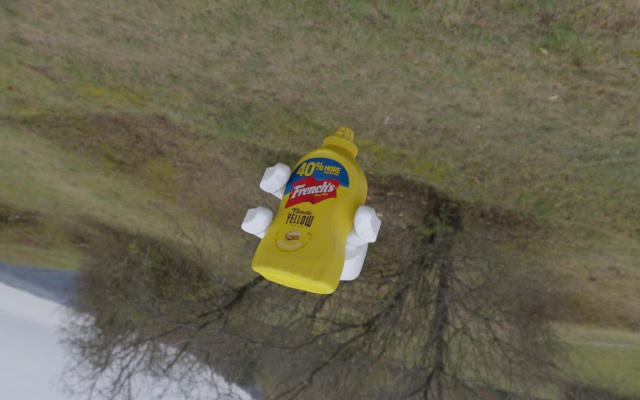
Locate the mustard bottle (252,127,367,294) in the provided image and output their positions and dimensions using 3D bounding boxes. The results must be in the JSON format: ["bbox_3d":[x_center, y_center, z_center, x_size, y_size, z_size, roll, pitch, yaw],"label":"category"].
[{"bbox_3d":[0.000,0.002,0.530,0.096,0.191,0.058,6,-25,33],"label":"mustard bottle"}]
